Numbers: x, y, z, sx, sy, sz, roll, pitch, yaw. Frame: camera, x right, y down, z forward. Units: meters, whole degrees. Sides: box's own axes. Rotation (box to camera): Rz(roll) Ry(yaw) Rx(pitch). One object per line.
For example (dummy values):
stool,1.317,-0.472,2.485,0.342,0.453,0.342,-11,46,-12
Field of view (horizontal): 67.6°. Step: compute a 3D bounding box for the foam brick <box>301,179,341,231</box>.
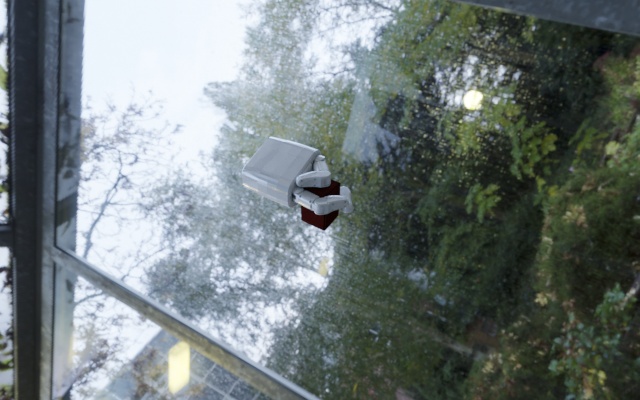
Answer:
foam brick,0.000,0.003,0.852,0.051,0.078,0.053,21,41,23
